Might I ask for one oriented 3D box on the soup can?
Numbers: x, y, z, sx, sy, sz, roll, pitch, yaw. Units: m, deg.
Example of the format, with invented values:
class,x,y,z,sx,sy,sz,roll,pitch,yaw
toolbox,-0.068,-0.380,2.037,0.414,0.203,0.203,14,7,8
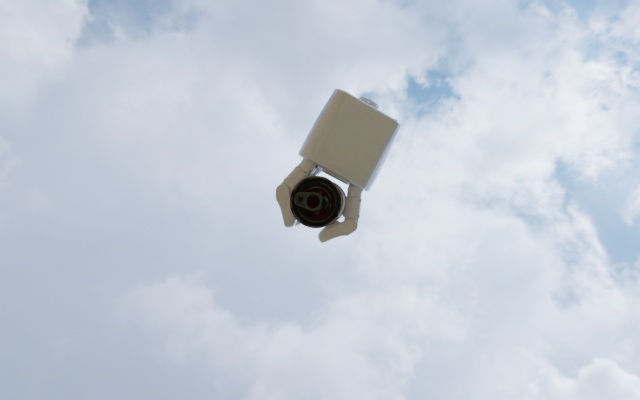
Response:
class,x,y,z,sx,sy,sz,roll,pitch,yaw
soup can,0.000,0.003,0.663,0.068,0.068,0.102,0,0,7
